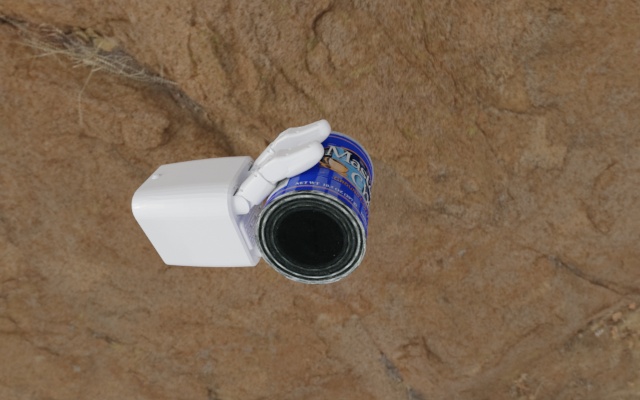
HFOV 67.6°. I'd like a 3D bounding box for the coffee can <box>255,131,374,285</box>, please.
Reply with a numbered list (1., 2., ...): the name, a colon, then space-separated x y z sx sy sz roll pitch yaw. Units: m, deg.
1. coffee can: 0.000 0.002 0.490 0.103 0.103 0.140 0 30 9
